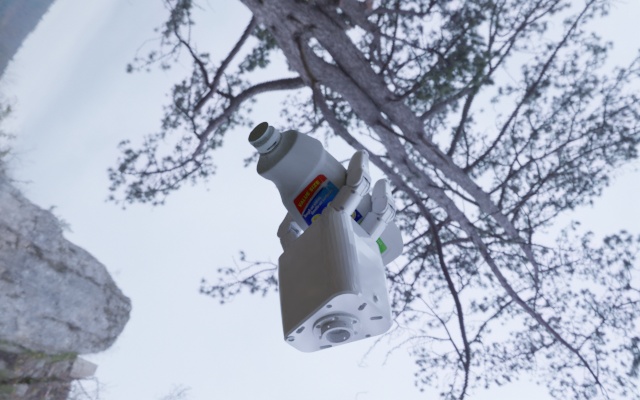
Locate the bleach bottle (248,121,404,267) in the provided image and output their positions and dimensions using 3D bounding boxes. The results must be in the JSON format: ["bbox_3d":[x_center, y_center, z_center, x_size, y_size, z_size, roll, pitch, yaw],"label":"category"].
[{"bbox_3d":[0.000,0.002,0.579,0.102,0.068,0.251,-31,-51,19],"label":"bleach bottle"}]
